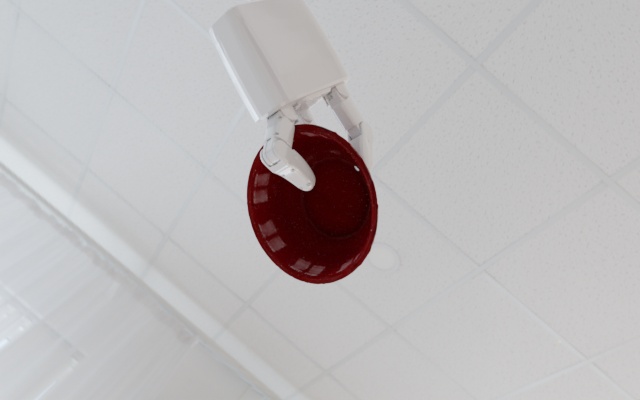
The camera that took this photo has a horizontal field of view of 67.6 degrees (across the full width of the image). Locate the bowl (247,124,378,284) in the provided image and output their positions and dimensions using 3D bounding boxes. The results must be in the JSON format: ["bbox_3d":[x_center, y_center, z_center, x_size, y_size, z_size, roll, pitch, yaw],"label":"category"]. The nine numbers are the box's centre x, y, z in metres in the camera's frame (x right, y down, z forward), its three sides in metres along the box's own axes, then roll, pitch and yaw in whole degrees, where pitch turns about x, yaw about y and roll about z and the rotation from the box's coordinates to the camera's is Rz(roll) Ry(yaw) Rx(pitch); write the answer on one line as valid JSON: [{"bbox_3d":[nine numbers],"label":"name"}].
[{"bbox_3d":[0.001,0.003,0.497,0.162,0.162,0.055,0,8,35],"label":"bowl"}]
